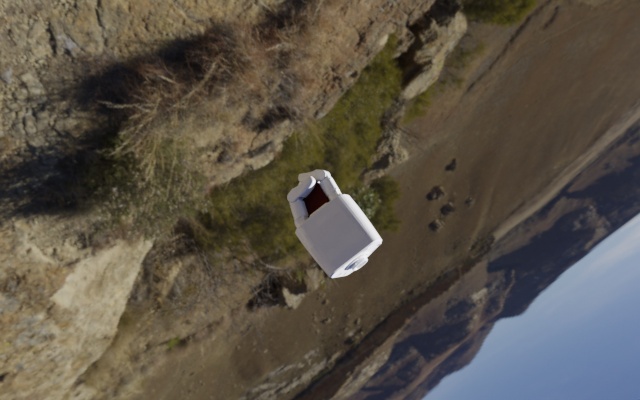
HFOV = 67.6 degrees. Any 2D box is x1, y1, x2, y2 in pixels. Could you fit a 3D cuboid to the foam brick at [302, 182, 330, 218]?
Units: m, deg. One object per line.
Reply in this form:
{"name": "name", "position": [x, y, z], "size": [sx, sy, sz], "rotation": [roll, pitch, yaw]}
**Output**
{"name": "foam brick", "position": [0.000, 0.003, 0.893], "size": [0.053, 0.051, 0.078], "rotation": [-44, -21, 17]}
